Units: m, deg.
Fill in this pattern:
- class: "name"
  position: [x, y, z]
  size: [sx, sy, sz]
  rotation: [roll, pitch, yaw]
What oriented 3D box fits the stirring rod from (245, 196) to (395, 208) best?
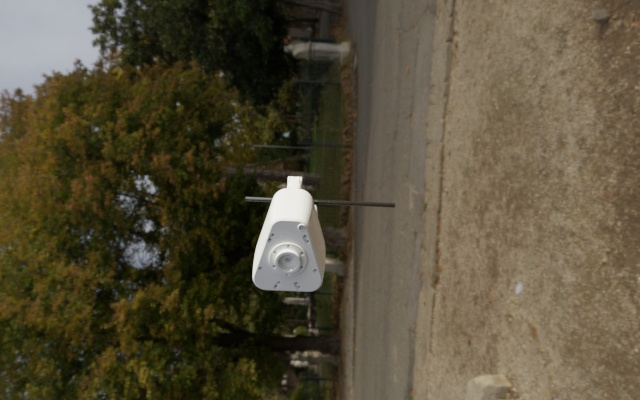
- class: "stirring rod"
  position: [0.000, 0.002, 0.769]
  size: [0.239, 0.011, 0.011]
  rotation: [2, 0, -1]
